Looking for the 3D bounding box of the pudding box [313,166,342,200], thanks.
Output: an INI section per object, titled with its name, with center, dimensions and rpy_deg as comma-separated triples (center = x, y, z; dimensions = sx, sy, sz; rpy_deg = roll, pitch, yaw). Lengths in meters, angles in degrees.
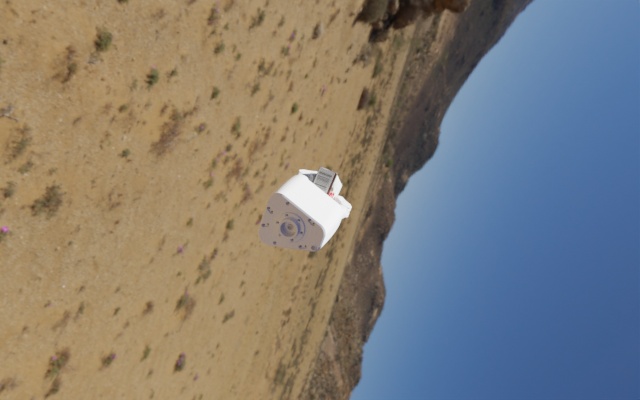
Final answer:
[pudding box]
center = 0.000, 0.003, 0.890
dimensions = 0.039, 0.113, 0.090
rpy_deg = 23, -7, 12
